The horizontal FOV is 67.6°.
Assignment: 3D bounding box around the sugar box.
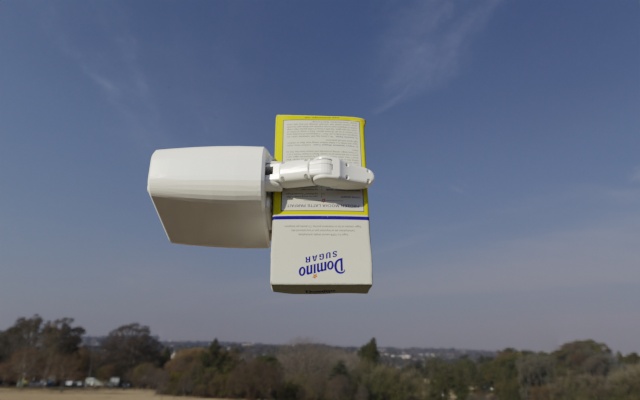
[{"bbox_3d":[0.000,0.002,0.469,0.093,0.176,0.048,1,-21,-2],"label":"sugar box"}]
